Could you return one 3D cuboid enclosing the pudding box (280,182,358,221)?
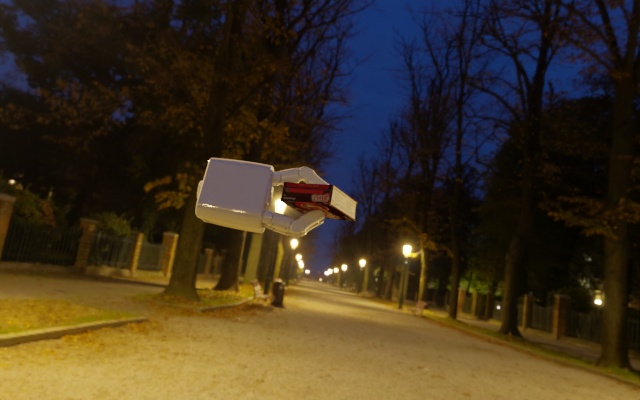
[{"bbox_3d":[0.000,0.002,0.787,0.090,0.039,0.113,5,-10,27],"label":"pudding box"}]
